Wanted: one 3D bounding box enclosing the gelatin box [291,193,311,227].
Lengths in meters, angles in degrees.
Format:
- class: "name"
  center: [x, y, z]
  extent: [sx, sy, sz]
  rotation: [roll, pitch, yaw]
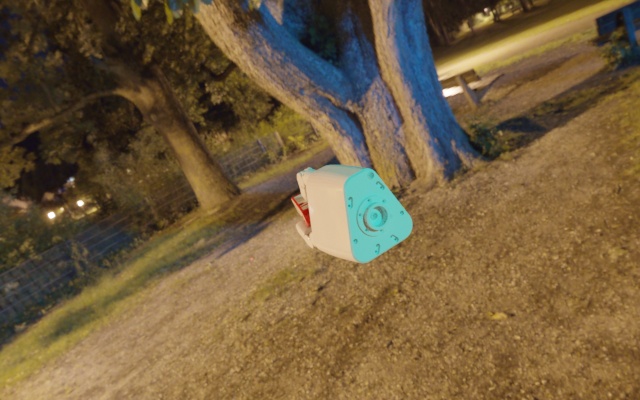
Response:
- class: "gelatin box"
  center: [0.000, 0.002, 0.741]
  extent: [0.073, 0.030, 0.089]
  rotation: [-26, 19, -7]
